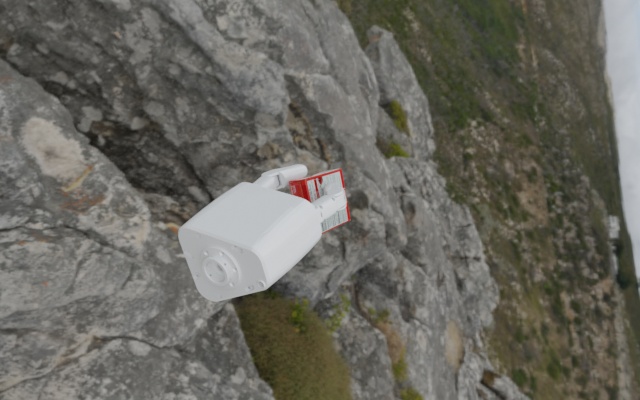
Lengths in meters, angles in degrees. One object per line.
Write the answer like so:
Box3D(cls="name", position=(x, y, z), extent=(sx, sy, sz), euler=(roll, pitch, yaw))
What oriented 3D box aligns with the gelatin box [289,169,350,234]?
Box3D(cls="gelatin box", position=(0.001, 0.002, 0.620), extent=(0.030, 0.073, 0.089), euler=(-6, 9, 35))
